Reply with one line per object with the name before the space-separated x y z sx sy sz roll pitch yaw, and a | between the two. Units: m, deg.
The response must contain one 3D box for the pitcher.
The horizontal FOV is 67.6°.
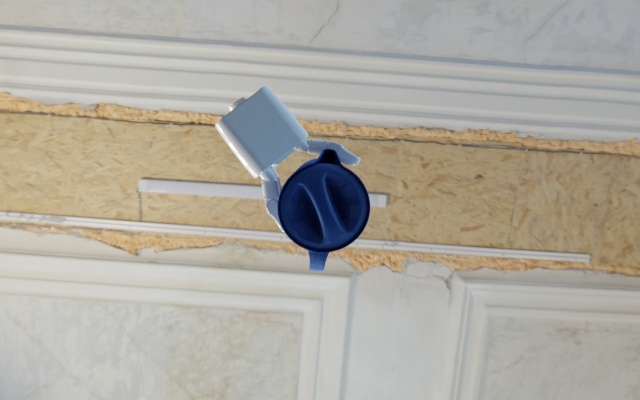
pitcher | 0.000 0.002 0.795 0.149 0.145 0.243 -40 8 5
